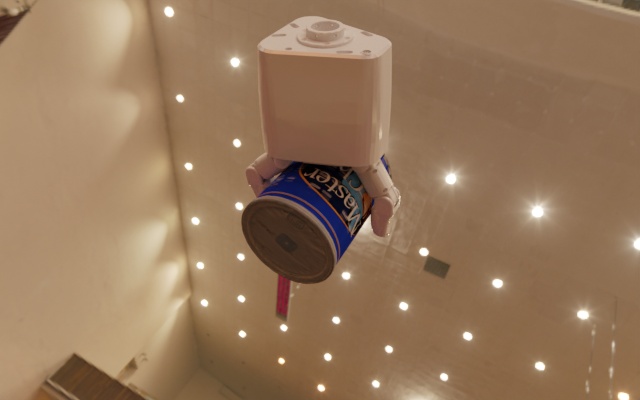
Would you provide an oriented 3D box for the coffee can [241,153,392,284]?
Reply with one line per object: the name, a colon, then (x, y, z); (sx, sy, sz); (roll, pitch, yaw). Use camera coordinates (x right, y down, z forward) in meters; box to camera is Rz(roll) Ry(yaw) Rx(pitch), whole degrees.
coffee can: (0.000, 0.002, 0.496); (0.103, 0.103, 0.140); (0, 35, 35)
